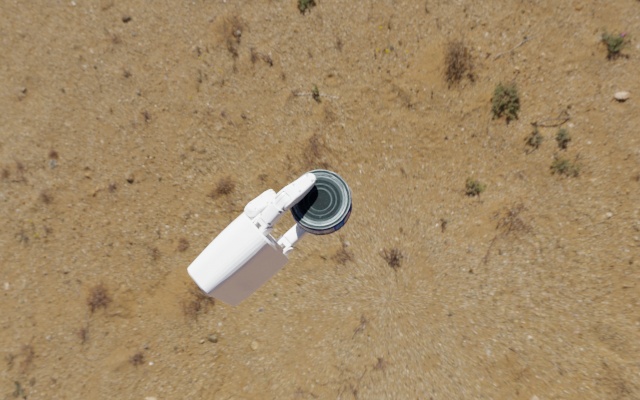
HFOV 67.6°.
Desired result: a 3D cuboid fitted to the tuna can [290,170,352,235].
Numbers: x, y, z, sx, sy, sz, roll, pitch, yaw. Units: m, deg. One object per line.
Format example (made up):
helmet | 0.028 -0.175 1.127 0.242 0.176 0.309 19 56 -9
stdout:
tuna can | 0.000 0.002 0.648 0.086 0.086 0.034 0 -15 4
